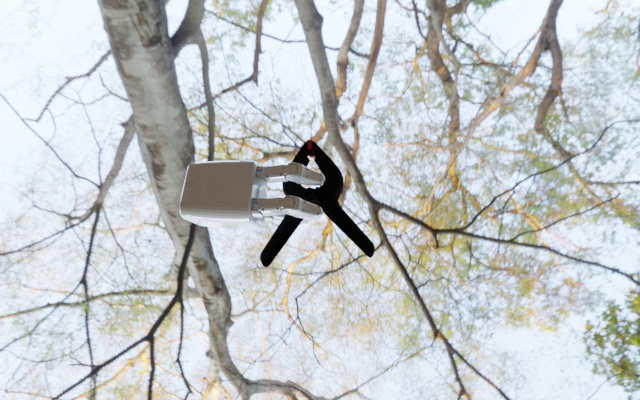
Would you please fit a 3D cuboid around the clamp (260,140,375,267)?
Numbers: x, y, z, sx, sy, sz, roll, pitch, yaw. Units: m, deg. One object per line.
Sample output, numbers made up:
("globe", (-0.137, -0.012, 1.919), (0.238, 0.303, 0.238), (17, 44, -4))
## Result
("clamp", (0.000, 0.002, 0.724), (0.164, 0.210, 0.036), (1, -27, 5))
